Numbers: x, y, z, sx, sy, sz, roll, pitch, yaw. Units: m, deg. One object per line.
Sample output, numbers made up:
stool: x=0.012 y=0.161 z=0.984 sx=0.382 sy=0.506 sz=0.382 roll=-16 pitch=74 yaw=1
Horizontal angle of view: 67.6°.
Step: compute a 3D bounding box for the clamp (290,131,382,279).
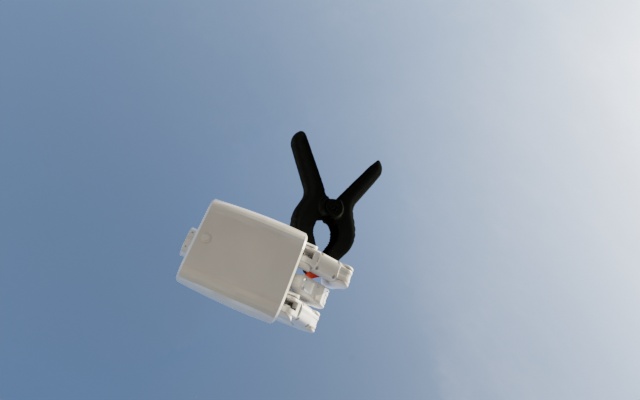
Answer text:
clamp: x=0.000 y=0.002 z=0.558 sx=0.120 sy=0.171 sz=0.039 roll=24 pitch=-26 yaw=-9
